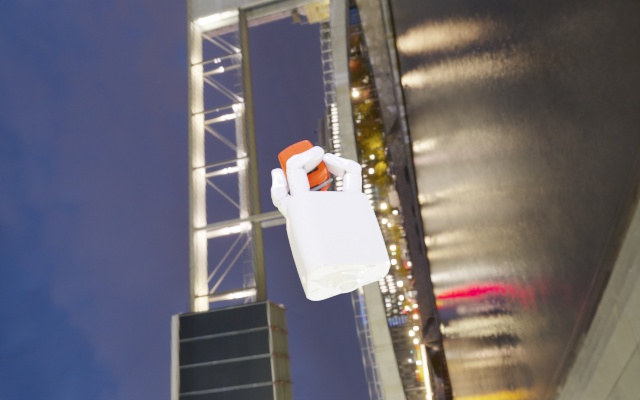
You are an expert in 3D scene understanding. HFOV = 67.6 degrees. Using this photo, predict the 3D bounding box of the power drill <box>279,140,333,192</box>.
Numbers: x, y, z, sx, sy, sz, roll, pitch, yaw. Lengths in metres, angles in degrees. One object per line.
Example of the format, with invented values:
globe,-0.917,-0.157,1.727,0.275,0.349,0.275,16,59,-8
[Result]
power drill,0.000,0.002,0.737,0.057,0.188,0.184,-29,39,-2
